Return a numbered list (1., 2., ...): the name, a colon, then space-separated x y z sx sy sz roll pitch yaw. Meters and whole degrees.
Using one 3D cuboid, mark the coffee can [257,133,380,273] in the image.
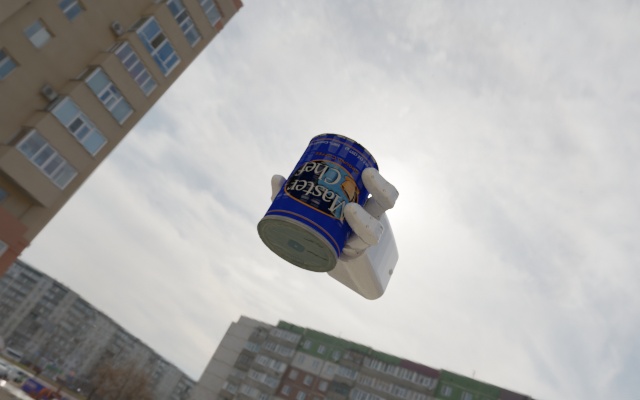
1. coffee can: 0.000 0.002 0.587 0.103 0.140 0.103 21 -31 14
